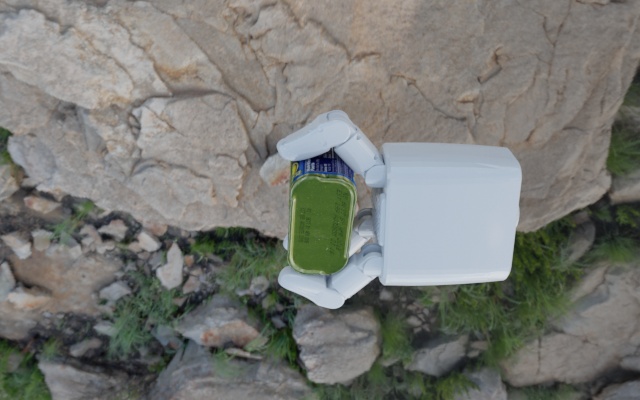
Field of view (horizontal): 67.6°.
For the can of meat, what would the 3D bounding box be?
[{"bbox_3d":[0.000,0.001,0.412,0.057,0.102,0.084,3,32,-3],"label":"can of meat"}]
